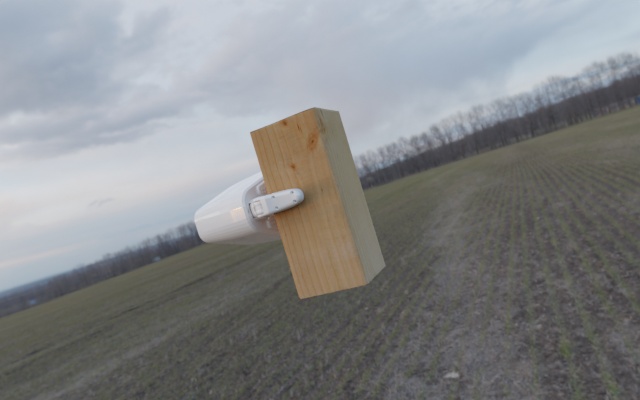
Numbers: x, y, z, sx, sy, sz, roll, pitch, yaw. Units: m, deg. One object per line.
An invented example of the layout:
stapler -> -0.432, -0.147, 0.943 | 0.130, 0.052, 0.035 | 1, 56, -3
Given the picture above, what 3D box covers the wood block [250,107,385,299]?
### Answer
wood block -> 0.000, 0.002, 0.583 | 0.090, 0.206, 0.091 | -17, 1, 23
